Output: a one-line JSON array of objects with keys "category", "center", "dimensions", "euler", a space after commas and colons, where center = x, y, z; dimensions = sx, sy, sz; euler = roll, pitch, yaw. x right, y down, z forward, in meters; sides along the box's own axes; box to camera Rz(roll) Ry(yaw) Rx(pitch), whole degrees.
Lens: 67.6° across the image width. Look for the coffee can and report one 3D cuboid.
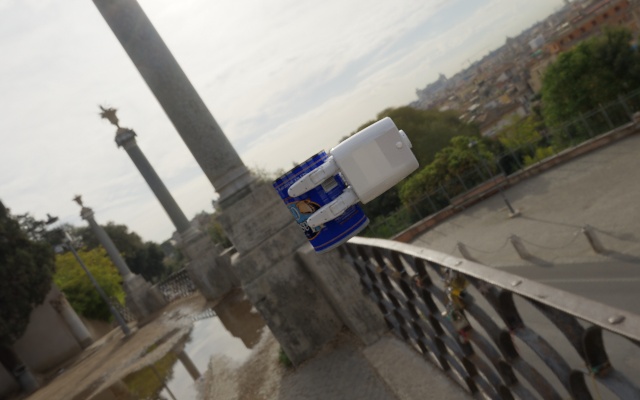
[{"category": "coffee can", "center": [0.000, 0.003, 0.780], "dimensions": [0.103, 0.140, 0.103], "euler": [-32, 4, 3]}]
